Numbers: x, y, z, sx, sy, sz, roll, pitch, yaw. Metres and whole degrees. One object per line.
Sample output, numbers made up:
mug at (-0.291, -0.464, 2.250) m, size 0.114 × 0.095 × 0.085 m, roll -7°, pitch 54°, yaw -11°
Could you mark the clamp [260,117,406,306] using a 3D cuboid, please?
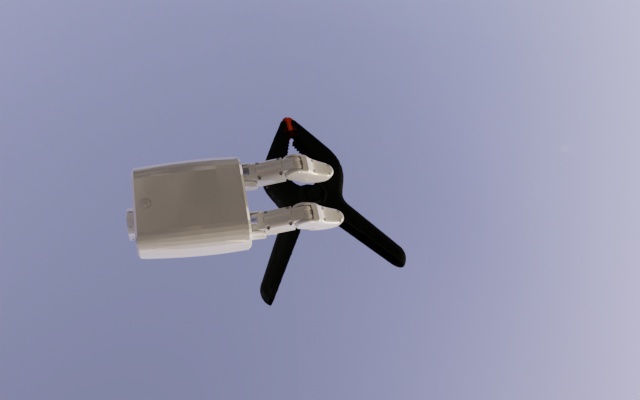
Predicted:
clamp at (0.000, 0.002, 0.536) m, size 0.164 × 0.210 × 0.036 m, roll -6°, pitch -21°, yaw -17°
